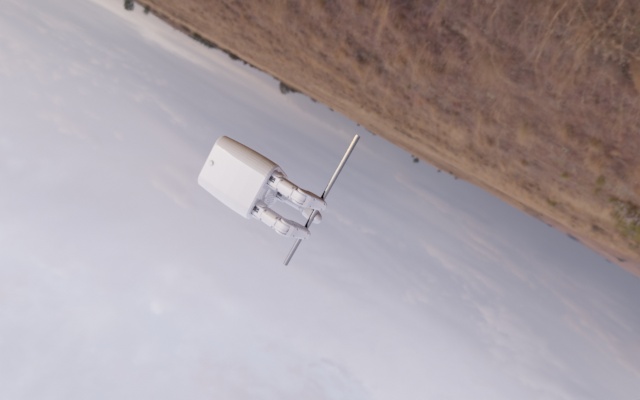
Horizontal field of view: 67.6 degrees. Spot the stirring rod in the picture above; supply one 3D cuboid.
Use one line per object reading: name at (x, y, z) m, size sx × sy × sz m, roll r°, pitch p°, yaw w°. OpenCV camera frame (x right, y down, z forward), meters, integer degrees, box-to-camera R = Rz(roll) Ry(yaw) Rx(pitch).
stirring rod at (0.000, 0.002, 0.761) m, size 0.011 × 0.239 × 0.011 m, roll 28°, pitch 12°, yaw -6°
